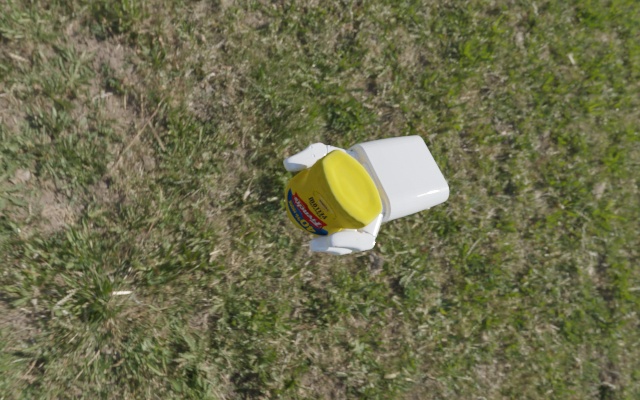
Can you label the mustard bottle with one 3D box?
[{"bbox_3d":[0.000,0.002,0.633,0.058,0.096,0.192,-40,6,-26],"label":"mustard bottle"}]
